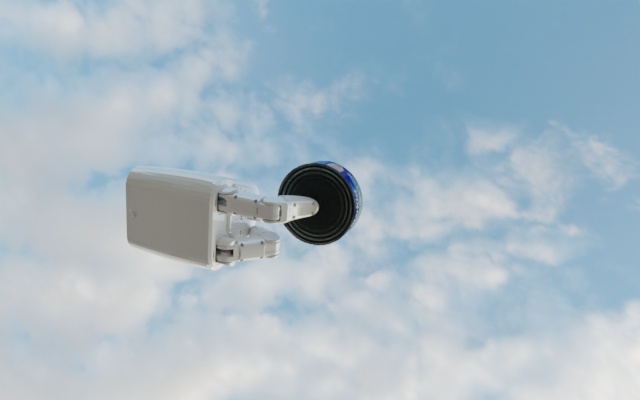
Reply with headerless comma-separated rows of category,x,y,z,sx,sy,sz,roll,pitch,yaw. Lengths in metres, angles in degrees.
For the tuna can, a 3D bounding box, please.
tuna can,0.000,0.002,0.502,0.086,0.086,0.033,0,10,21
